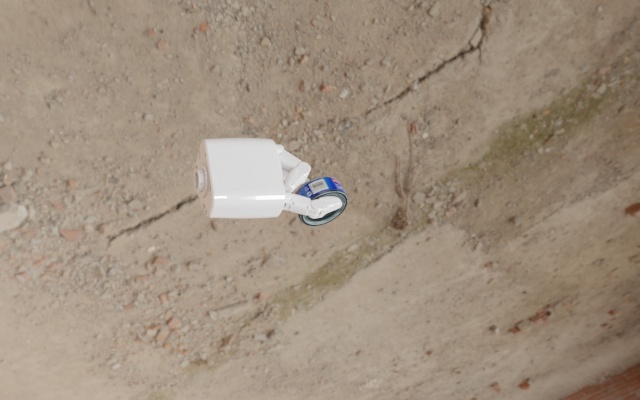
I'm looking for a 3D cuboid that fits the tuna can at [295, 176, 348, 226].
[{"bbox_3d":[0.000,0.003,0.765,0.086,0.033,0.086,-18,-36,-14],"label":"tuna can"}]
